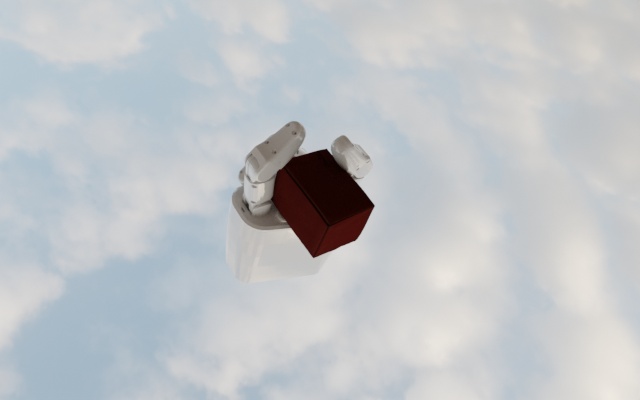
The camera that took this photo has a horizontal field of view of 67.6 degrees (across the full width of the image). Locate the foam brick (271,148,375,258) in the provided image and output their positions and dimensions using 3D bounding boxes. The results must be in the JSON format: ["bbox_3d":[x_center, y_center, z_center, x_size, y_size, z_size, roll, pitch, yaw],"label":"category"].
[{"bbox_3d":[0.000,0.002,0.424,0.053,0.078,0.051,-19,-33,-32],"label":"foam brick"}]
